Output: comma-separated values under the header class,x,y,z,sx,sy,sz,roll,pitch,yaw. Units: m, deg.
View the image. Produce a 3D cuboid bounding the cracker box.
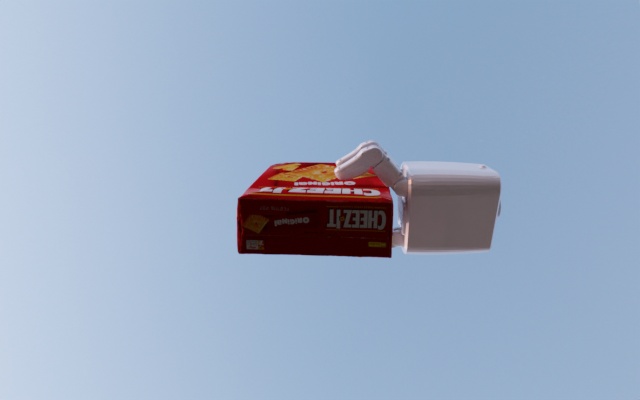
class,x,y,z,sx,sy,sz,roll,pitch,yaw
cracker box,0.000,0.002,0.592,0.164,0.072,0.213,1,13,3
